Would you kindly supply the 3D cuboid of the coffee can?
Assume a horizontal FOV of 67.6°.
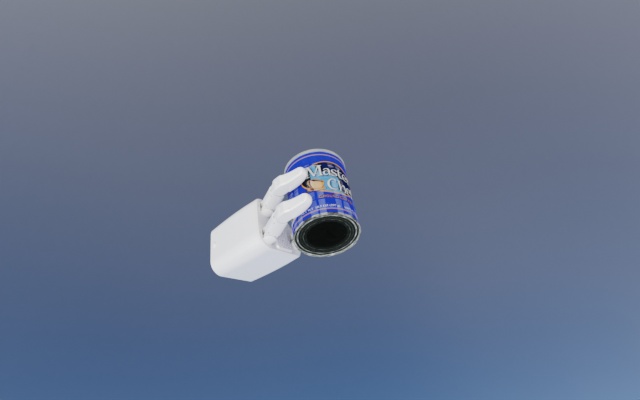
[{"bbox_3d":[0.000,0.002,0.753,0.103,0.140,0.103,-6,-42,-6],"label":"coffee can"}]
